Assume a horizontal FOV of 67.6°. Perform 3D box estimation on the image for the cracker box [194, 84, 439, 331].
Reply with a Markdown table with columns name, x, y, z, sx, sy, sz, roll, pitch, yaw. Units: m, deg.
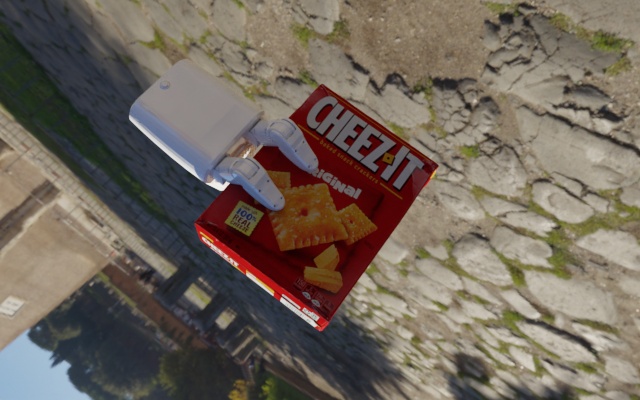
| name | x | y | z | sx | sy | sz | roll | pitch | yaw |
| --- | --- | --- | --- | --- | --- | --- | --- | --- | --- |
| cracker box | 0.000 | 0.002 | 0.512 | 0.164 | 0.213 | 0.072 | 36 | -20 | 6 |
